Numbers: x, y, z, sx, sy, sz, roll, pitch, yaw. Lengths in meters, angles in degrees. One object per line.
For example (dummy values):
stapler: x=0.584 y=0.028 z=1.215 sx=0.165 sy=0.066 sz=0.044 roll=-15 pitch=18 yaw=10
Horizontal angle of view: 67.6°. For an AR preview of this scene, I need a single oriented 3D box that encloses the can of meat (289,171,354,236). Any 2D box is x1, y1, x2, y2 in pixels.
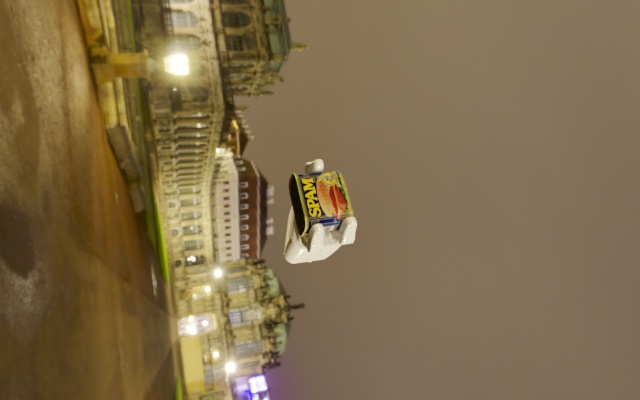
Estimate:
can of meat: x=0.000 y=0.002 z=0.794 sx=0.084 sy=0.102 sz=0.057 roll=-6 pitch=-23 yaw=-18
